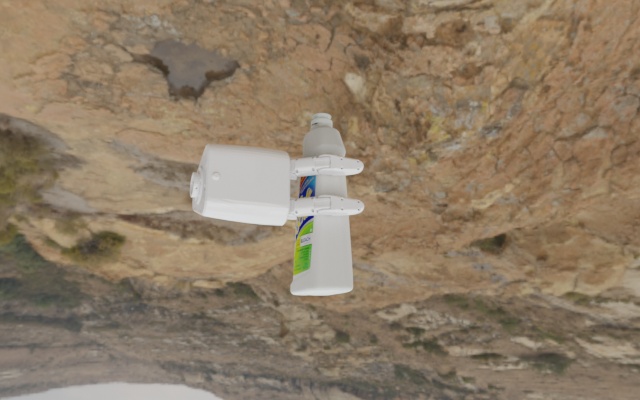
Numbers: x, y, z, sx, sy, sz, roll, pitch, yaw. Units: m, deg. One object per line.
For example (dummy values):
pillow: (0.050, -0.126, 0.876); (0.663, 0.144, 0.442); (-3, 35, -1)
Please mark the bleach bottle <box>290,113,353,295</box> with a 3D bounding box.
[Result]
bleach bottle: (0.000, 0.002, 0.667); (0.068, 0.250, 0.102); (5, -16, -22)
